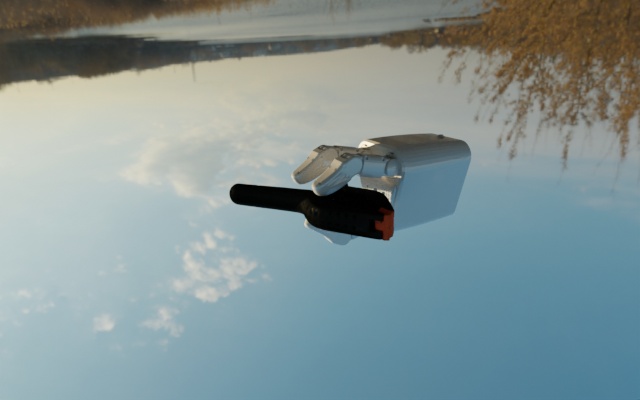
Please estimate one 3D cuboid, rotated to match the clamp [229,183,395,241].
[{"bbox_3d":[0.001,0.003,0.537,0.164,0.036,0.210,-10,20,-25],"label":"clamp"}]
